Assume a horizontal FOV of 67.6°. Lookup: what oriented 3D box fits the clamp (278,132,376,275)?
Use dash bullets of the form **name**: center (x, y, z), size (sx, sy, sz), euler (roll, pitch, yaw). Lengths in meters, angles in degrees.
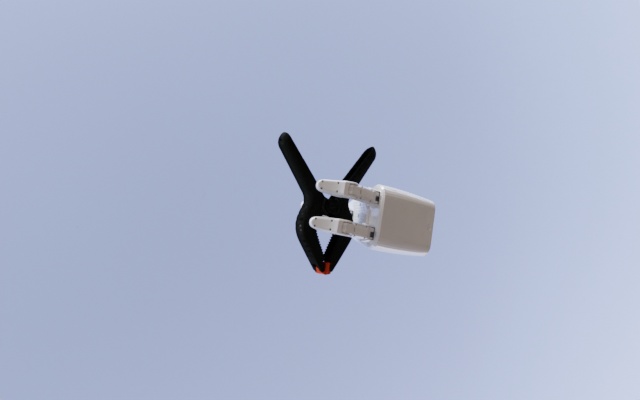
- **clamp**: center (0.000, 0.003, 0.712), size (0.164, 0.210, 0.036), euler (13, -8, -26)
